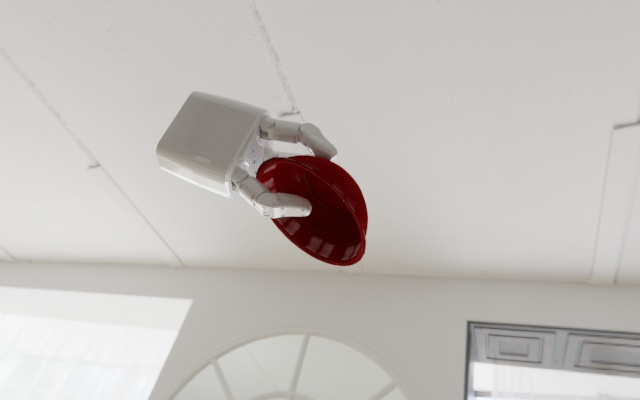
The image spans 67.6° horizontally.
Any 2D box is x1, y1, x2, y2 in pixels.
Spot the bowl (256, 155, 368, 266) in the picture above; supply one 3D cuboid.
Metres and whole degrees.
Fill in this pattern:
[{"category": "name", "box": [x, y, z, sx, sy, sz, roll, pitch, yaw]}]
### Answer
[{"category": "bowl", "box": [0.001, 0.002, 0.574, 0.162, 0.162, 0.055, 0, 37, 48]}]
